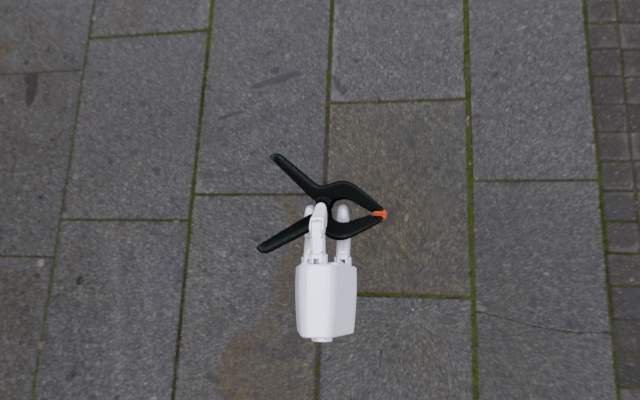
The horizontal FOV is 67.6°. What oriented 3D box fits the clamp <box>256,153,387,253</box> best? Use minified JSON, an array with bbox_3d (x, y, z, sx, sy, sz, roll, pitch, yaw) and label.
[{"bbox_3d":[0.000,0.003,0.766,0.210,0.164,0.036,-1,-7,11],"label":"clamp"}]
